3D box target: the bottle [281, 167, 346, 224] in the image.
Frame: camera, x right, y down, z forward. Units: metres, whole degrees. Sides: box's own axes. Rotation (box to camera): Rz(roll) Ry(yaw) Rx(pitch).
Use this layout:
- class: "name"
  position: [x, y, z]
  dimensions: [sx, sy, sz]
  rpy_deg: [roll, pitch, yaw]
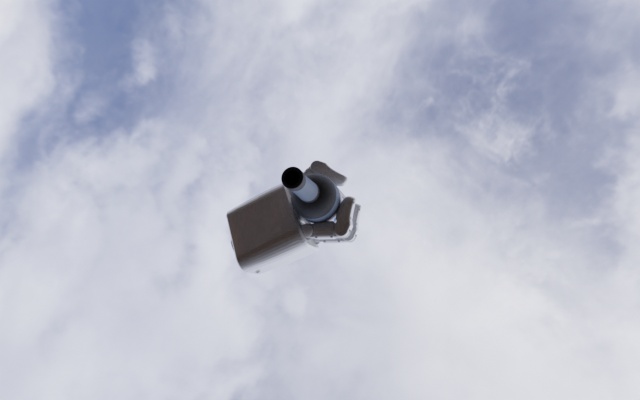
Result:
- class: "bottle"
  position: [0.000, 0.002, 0.702]
  dimensions: [0.069, 0.069, 0.296]
  rpy_deg: [0, -11, 13]
